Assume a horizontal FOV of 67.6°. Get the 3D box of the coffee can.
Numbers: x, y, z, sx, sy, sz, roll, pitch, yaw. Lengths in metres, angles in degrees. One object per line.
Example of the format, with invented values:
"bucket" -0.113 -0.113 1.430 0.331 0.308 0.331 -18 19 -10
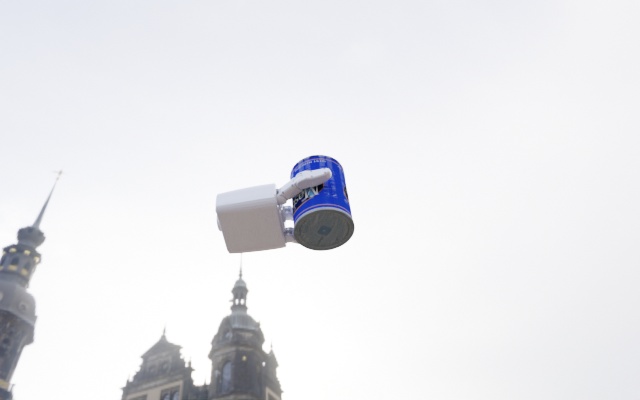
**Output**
"coffee can" 0.000 0.003 0.839 0.103 0.103 0.140 0 44 -7
